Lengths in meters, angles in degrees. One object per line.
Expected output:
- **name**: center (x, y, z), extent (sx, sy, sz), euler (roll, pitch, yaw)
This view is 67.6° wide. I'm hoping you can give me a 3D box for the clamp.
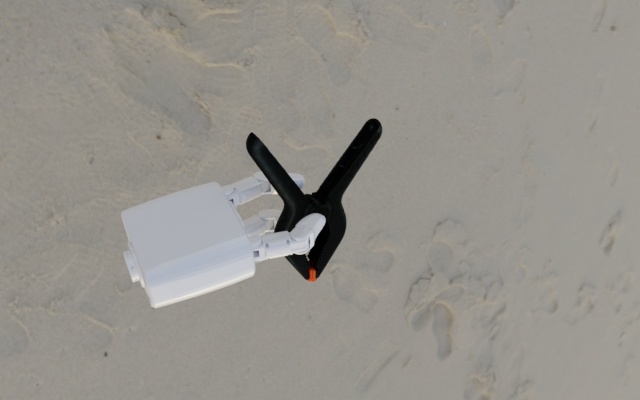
- **clamp**: center (0.000, 0.003, 0.563), extent (0.164, 0.210, 0.036), euler (-17, 35, -23)
